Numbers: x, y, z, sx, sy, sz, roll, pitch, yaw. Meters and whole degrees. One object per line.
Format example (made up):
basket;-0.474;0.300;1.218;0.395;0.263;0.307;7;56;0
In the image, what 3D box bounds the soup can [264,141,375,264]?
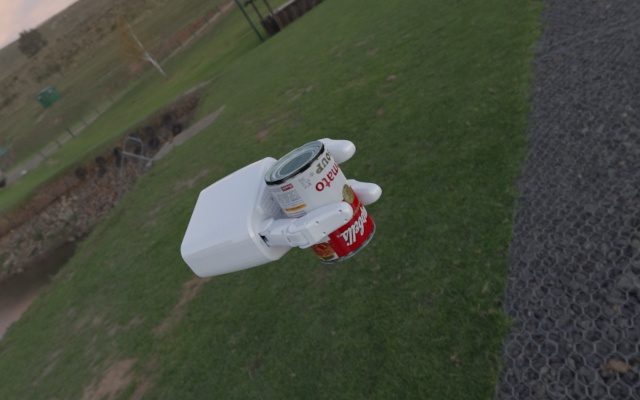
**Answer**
soup can;0.000;0.001;0.467;0.068;0.102;0.068;-28;23;13
